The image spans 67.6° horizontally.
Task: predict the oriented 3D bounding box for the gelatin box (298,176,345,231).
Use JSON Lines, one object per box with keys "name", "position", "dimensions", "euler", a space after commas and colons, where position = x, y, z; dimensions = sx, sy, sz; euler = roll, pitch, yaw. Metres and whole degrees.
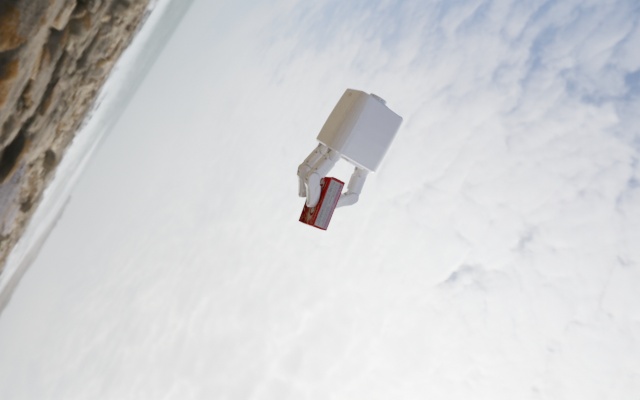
{"name": "gelatin box", "position": [0.000, 0.003, 0.813], "dimensions": [0.030, 0.089, 0.073], "euler": [22, -4, -23]}
